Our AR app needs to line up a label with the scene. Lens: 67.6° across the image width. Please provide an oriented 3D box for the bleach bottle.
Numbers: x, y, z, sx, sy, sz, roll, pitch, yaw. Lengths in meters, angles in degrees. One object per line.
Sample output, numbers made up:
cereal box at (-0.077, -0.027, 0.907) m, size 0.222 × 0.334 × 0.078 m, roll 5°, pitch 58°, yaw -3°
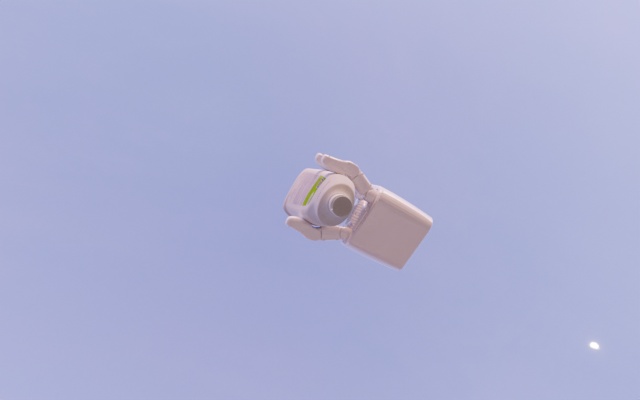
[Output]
bleach bottle at (0.000, 0.002, 0.766) m, size 0.068 × 0.102 × 0.251 m, roll 28°, pitch 0°, yaw -13°
